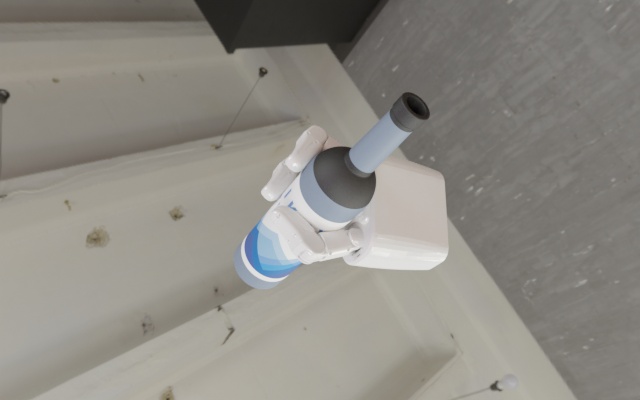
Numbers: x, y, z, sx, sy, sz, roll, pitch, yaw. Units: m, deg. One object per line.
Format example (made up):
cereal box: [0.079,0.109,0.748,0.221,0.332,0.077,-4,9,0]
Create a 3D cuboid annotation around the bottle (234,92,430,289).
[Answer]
bottle: [0.000,0.002,0.468,0.069,0.069,0.296,0,-30,-35]
